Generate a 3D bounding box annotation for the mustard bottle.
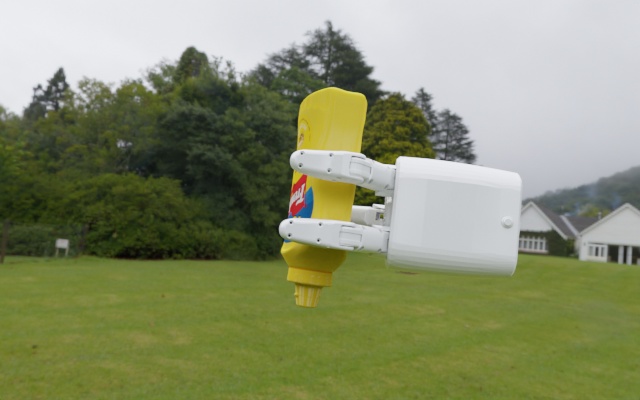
[{"bbox_3d":[0.000,0.001,0.440,0.058,0.191,0.096,9,-7,-18],"label":"mustard bottle"}]
